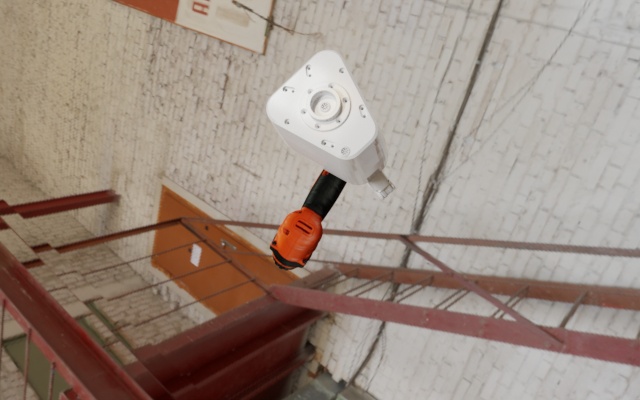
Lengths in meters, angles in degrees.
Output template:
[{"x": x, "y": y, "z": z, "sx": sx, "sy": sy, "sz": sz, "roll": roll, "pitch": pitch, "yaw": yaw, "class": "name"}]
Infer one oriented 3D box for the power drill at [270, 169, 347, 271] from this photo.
[{"x": 0.000, "y": 0.002, "z": 0.616, "sx": 0.057, "sy": 0.187, "sz": 0.184, "roll": 30, "pitch": -20, "yaw": -2, "class": "power drill"}]
